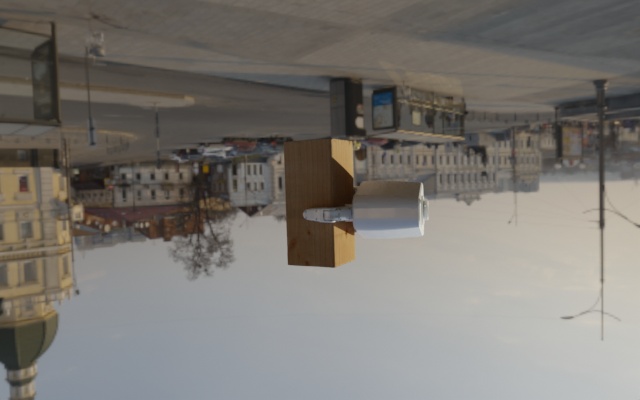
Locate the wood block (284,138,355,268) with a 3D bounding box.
[{"bbox_3d":[0.000,0.003,0.810,0.090,0.206,0.091,-1,3,28],"label":"wood block"}]
